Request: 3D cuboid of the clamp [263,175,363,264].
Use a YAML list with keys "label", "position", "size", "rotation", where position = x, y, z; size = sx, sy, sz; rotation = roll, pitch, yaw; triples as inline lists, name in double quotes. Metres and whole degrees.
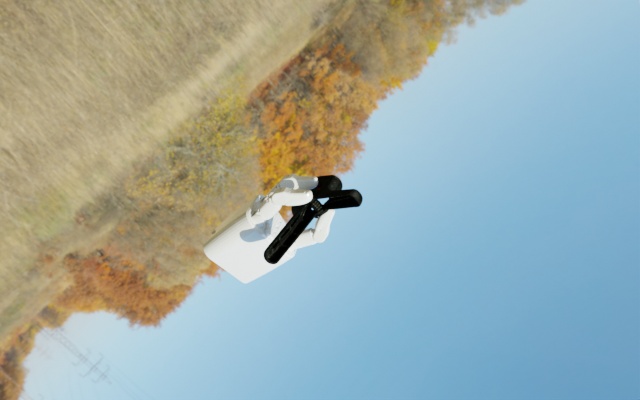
- label: "clamp"
  position: [0.000, 0.003, 0.730]
  size: [0.164, 0.036, 0.210]
  rotation: [-32, 16, 21]
